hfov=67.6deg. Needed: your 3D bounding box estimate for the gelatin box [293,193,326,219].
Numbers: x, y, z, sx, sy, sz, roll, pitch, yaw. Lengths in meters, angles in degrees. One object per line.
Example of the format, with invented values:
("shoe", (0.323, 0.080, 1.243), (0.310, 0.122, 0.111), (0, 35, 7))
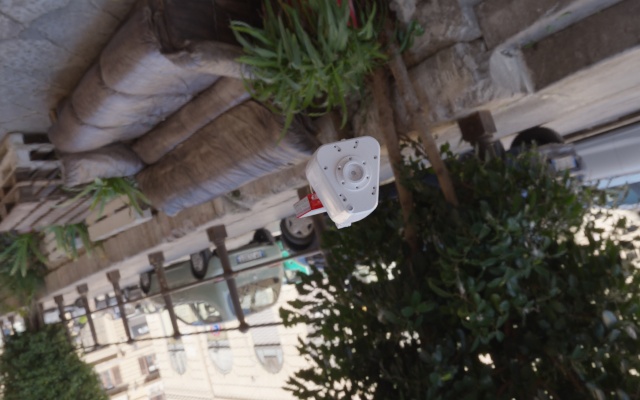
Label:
("gelatin box", (0.000, 0.003, 0.835), (0.073, 0.030, 0.089), (-14, -7, -22))
